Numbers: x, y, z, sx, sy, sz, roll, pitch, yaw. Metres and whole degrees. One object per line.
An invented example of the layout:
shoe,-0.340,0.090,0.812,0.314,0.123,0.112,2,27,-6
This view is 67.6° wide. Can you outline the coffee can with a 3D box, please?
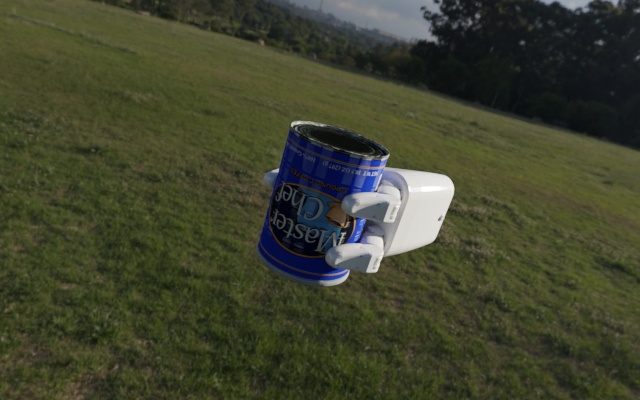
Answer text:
coffee can,0.000,0.002,0.491,0.103,0.140,0.102,15,19,-5
